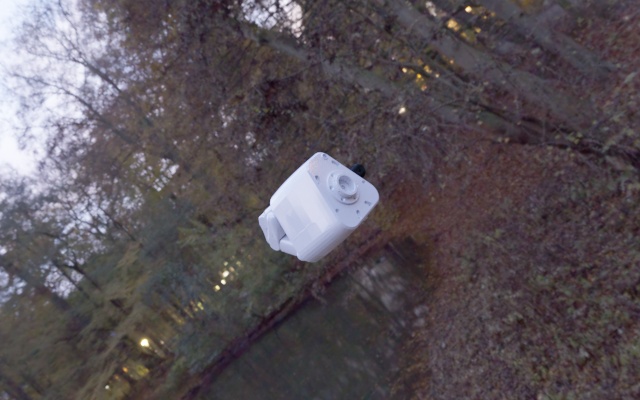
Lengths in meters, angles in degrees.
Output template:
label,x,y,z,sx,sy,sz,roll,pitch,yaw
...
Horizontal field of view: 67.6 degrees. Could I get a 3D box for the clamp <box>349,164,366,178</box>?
label,x,y,z,sx,sy,sz,roll,pitch,yaw
clamp,0.000,0.002,0.754,0.171,0.039,0.120,-45,1,-42
